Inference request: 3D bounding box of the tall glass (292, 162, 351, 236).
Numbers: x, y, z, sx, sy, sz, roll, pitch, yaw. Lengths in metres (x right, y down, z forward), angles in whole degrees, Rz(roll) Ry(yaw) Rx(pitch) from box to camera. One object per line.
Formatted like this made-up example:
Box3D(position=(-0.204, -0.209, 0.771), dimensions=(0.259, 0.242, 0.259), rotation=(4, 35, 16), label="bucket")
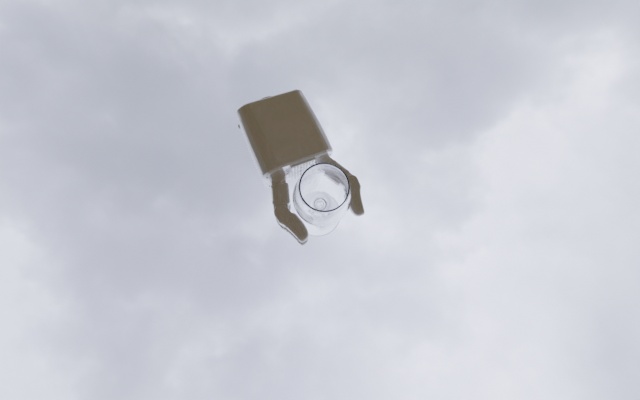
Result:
Box3D(position=(0.000, 0.002, 0.671), dimensions=(0.079, 0.079, 0.201), rotation=(0, -11, -3), label="tall glass")
